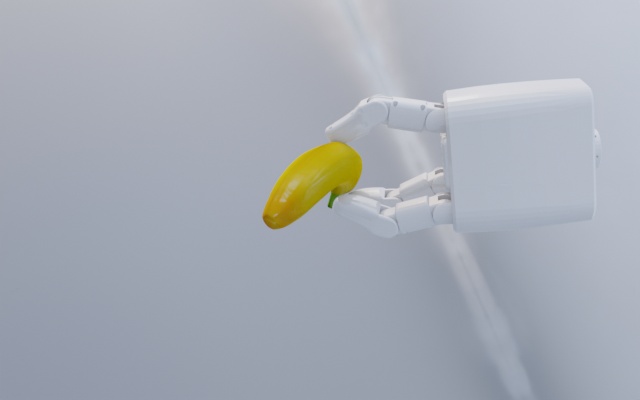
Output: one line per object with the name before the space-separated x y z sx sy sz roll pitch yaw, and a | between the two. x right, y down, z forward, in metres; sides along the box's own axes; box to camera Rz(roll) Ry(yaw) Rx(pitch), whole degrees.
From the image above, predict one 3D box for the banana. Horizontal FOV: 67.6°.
banana | 0.005 -0.017 0.406 0.037 0.069 0.198 16 7 15
